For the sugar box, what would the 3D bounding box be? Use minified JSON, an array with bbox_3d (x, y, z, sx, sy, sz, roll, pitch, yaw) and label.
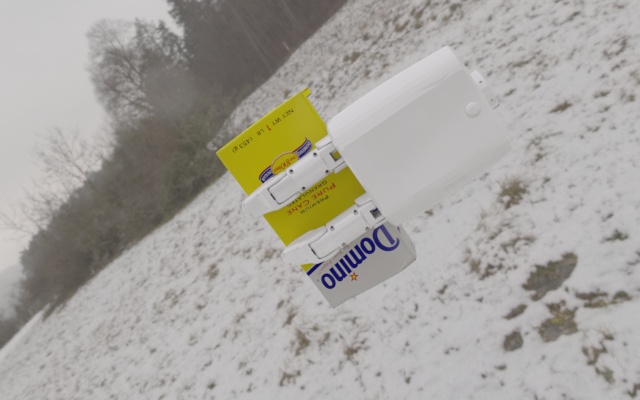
[{"bbox_3d":[0.000,0.001,0.421,0.093,0.176,0.048,-33,10,16],"label":"sugar box"}]
